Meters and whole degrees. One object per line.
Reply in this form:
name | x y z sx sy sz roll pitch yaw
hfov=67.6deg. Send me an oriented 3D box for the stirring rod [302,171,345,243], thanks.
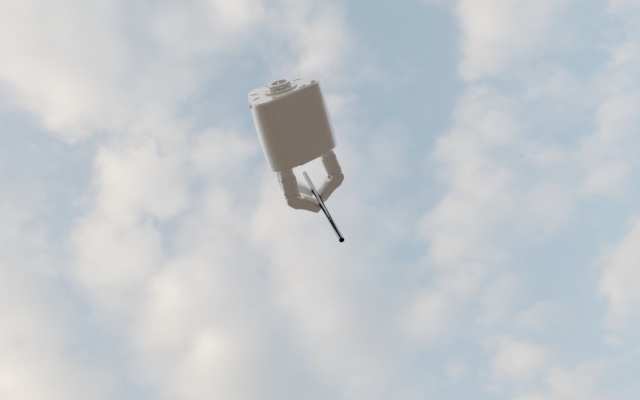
stirring rod | 0.000 0.002 0.748 0.011 0.011 0.239 0 25 -15
